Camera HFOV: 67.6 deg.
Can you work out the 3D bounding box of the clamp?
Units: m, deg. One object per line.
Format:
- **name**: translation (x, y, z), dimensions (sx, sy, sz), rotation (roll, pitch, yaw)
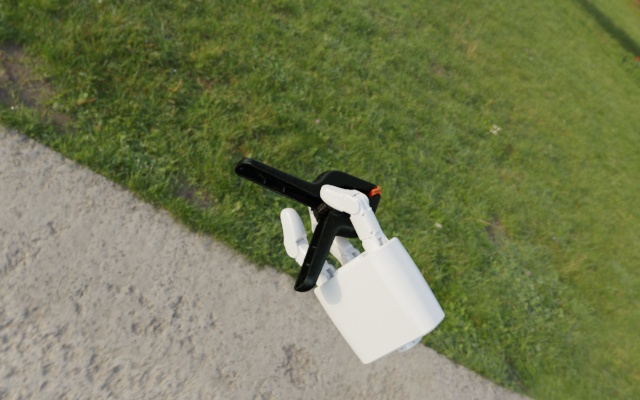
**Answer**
- **clamp**: translation (0.001, 0.002, 0.588), dimensions (0.210, 0.164, 0.036), rotation (-25, -10, -48)
